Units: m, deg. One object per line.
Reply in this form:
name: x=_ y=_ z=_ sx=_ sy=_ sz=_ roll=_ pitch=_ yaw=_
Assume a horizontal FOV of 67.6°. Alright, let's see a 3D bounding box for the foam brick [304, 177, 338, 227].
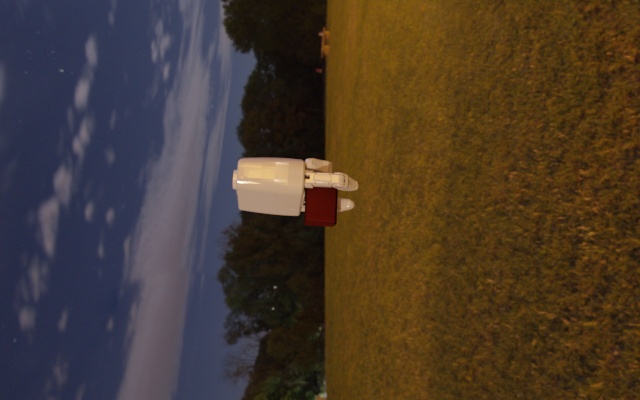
foam brick: x=0.000 y=0.003 z=0.794 sx=0.051 sy=0.078 sz=0.053 roll=3 pitch=-11 yaw=-5
